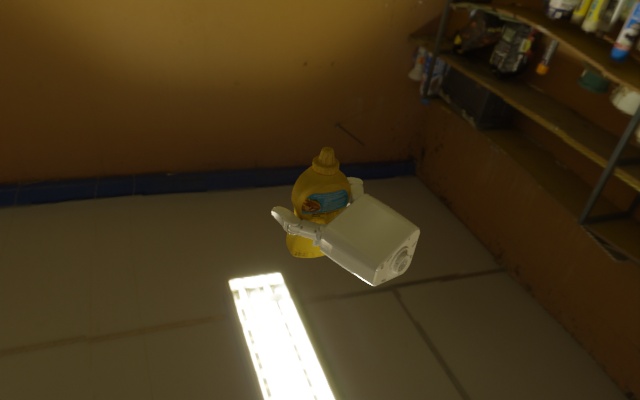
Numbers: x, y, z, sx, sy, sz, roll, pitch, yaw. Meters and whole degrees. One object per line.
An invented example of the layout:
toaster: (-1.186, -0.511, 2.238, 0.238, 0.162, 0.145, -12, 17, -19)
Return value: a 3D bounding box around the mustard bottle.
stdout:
mustard bottle: (0.000, 0.003, 0.765, 0.096, 0.192, 0.058, -8, 38, -22)
